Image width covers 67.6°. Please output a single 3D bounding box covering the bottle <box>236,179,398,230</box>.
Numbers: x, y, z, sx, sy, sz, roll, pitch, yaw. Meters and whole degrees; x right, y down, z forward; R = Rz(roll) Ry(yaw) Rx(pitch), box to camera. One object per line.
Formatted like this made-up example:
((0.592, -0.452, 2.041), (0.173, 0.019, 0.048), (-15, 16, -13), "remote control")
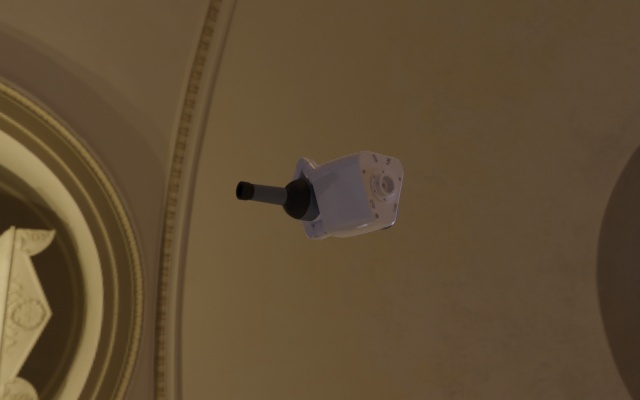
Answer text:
((0.000, 0.003, 0.781), (0.296, 0.069, 0.069), (8, -5, -36), "bottle")
